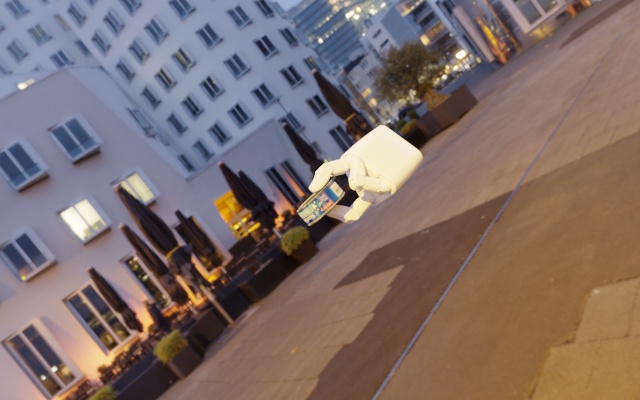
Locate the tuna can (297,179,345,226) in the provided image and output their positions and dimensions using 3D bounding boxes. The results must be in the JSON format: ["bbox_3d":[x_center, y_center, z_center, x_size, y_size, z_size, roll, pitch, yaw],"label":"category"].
[{"bbox_3d":[0.000,0.002,0.826,0.086,0.034,0.086,-42,5,5],"label":"tuna can"}]
